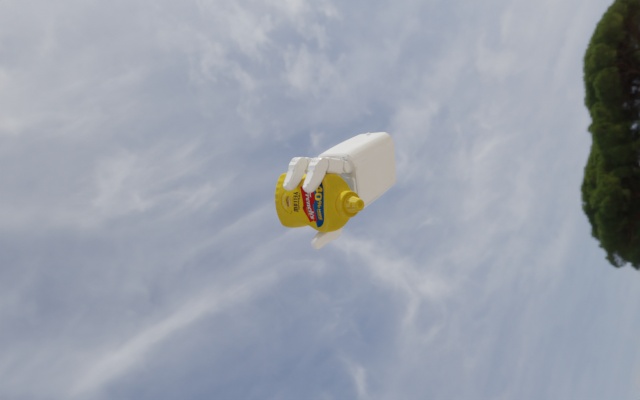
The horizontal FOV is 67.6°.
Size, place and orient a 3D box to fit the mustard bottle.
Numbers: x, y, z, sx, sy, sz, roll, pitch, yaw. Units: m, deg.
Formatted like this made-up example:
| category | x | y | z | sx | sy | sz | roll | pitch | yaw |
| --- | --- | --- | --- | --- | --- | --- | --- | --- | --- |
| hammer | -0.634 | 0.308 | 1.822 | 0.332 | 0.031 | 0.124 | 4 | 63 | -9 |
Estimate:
| category | x | y | z | sx | sy | sz | roll | pitch | yaw |
| --- | --- | --- | --- | --- | --- | --- | --- | --- | --- |
| mustard bottle | 0.000 | 0.003 | 0.779 | 0.058 | 0.096 | 0.191 | -3 | 5 | -39 |
